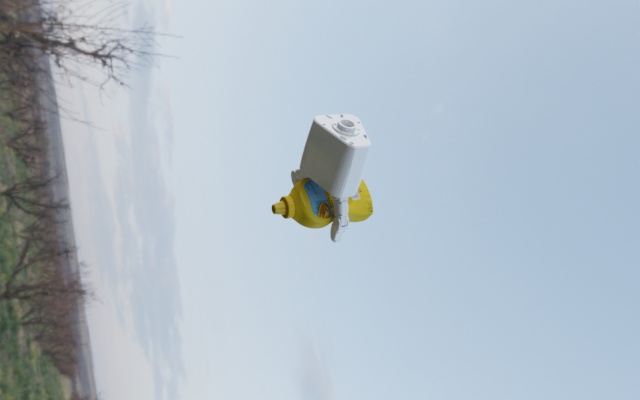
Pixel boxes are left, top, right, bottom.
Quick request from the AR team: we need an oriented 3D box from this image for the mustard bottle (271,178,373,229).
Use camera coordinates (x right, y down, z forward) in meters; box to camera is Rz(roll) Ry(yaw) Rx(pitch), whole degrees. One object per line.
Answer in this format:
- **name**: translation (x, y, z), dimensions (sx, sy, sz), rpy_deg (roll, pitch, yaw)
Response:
- **mustard bottle**: translation (0.000, 0.003, 0.883), dimensions (0.191, 0.096, 0.058), rpy_deg (-8, -22, -29)
